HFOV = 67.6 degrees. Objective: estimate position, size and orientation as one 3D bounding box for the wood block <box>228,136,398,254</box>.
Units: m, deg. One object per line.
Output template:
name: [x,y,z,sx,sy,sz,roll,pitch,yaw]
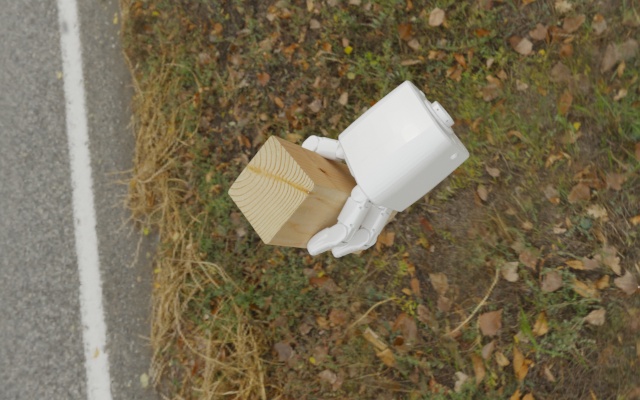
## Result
wood block: [0.000,0.001,0.604,0.090,0.090,0.206,50,19,30]
